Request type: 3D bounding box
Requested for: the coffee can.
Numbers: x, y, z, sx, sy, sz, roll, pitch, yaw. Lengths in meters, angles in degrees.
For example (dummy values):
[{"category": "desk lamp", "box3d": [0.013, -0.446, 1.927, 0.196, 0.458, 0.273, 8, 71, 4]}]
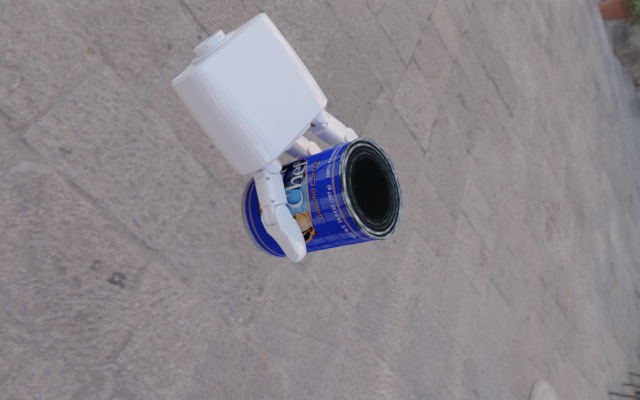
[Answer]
[{"category": "coffee can", "box3d": [0.000, 0.002, 0.507, 0.140, 0.103, 0.103, -15, -9, 39]}]
